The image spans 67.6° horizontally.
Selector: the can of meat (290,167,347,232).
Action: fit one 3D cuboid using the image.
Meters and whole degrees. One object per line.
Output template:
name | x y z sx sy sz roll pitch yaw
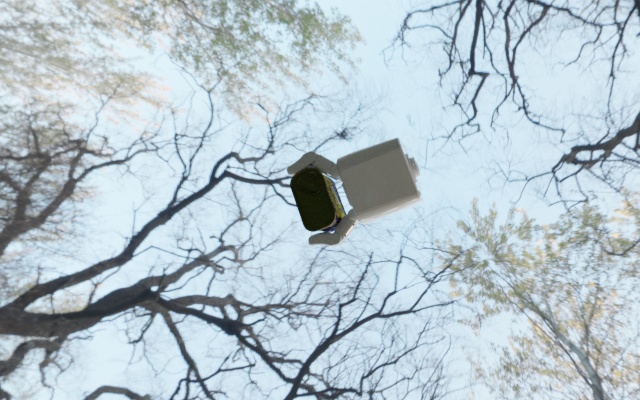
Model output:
can of meat | 0.000 0.003 0.798 0.057 0.102 0.084 -23 -13 16
